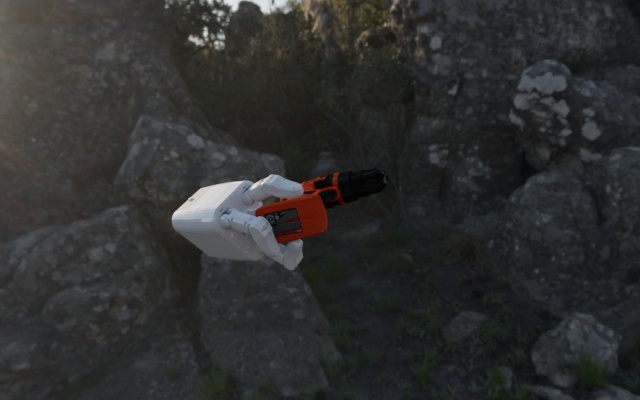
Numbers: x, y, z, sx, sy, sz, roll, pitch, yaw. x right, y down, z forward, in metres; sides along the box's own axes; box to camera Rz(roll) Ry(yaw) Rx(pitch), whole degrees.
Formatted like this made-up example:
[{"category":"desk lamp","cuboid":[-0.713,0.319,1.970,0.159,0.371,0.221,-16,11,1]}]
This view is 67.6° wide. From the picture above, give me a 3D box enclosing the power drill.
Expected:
[{"category":"power drill","cuboid":[0.000,0.002,0.718,0.184,0.057,0.187,-15,9,22]}]
